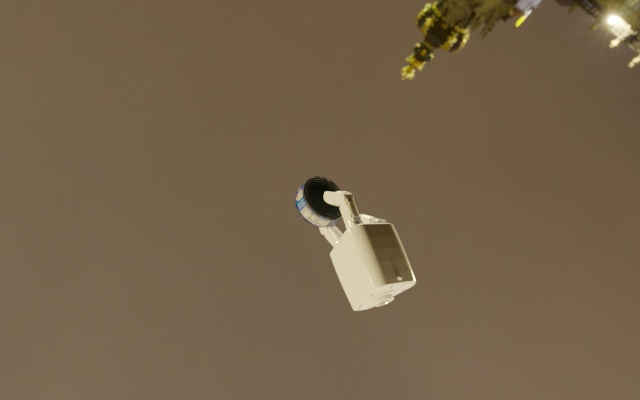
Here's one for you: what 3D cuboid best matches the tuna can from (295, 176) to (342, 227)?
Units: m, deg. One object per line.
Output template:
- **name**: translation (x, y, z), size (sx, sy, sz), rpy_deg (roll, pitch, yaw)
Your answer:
- **tuna can**: translation (0.000, 0.003, 0.823), size (0.086, 0.086, 0.034), rpy_deg (0, -30, -36)
